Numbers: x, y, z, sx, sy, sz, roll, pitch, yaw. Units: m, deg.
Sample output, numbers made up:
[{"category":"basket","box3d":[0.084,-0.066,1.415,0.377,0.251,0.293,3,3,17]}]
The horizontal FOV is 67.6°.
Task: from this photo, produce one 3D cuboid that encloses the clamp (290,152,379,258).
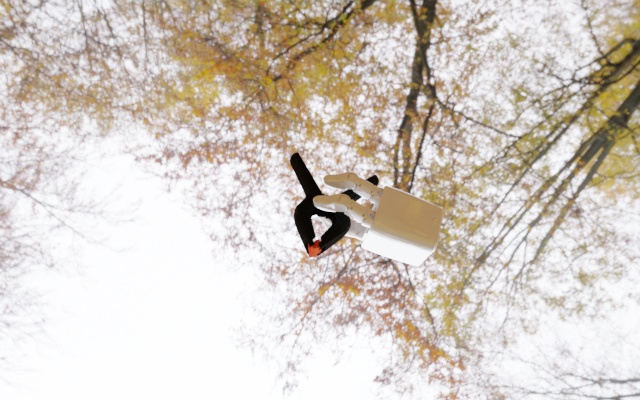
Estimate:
[{"category":"clamp","box3d":[0.000,0.004,0.805,0.164,0.209,0.036,20,-42,4]}]
